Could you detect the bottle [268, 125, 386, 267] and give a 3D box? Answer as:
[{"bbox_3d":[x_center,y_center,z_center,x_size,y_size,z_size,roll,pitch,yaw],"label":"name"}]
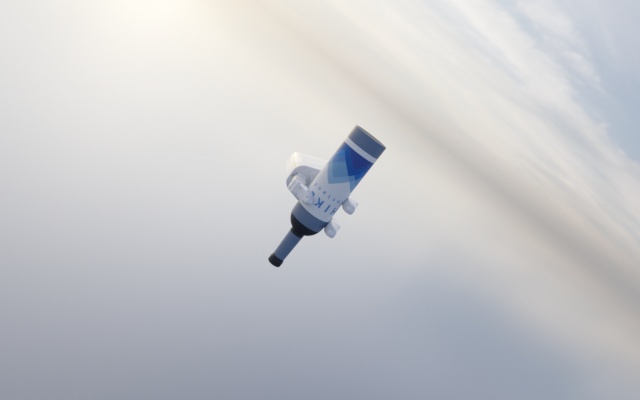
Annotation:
[{"bbox_3d":[0.000,0.003,0.854,0.069,0.296,0.069,35,14,-10],"label":"bottle"}]
